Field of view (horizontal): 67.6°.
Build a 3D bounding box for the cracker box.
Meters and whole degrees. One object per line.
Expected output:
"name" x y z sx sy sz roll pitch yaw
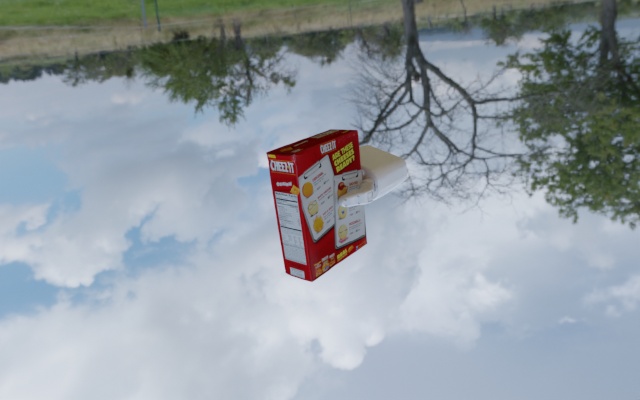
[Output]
"cracker box" 0.000 0.003 0.801 0.072 0.214 0.164 8 24 39
